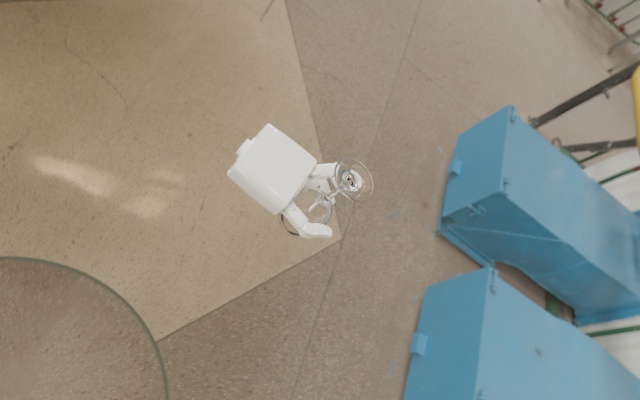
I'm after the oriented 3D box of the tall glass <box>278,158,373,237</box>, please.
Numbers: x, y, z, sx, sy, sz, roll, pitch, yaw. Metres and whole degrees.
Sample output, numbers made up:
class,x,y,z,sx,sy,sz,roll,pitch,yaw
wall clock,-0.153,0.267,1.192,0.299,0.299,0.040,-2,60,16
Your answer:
class,x,y,z,sx,sy,sz,roll,pitch,yaw
tall glass,0.001,0.003,0.820,0.079,0.079,0.201,0,-22,-34
